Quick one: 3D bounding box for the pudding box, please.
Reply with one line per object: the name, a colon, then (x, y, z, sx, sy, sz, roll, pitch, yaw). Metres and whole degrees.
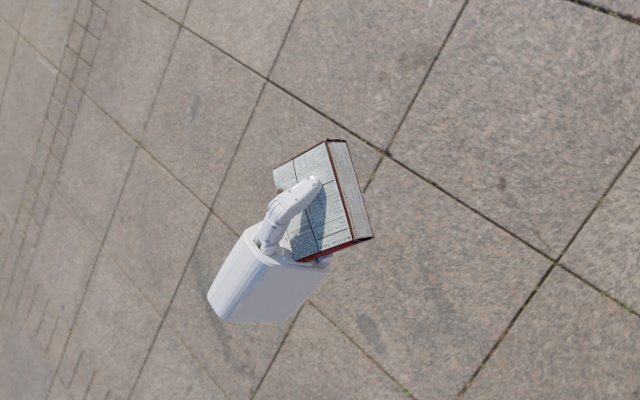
pudding box: (0.000, 0.002, 0.514, 0.090, 0.113, 0.039, -24, -12, 39)
